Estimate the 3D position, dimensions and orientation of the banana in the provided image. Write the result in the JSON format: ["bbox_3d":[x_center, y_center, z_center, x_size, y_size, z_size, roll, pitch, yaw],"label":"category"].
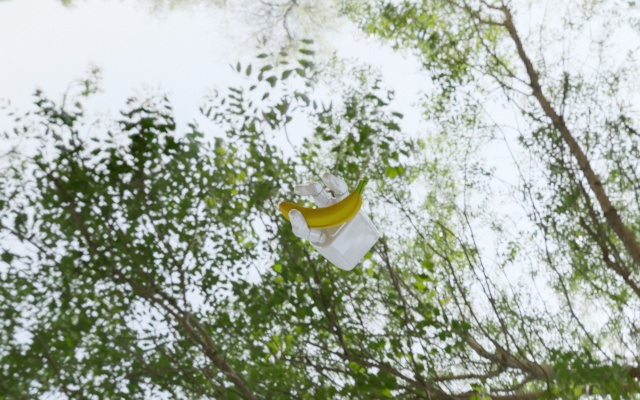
[{"bbox_3d":[0.001,0.019,0.871,0.198,0.069,0.037,-14,-32,33],"label":"banana"}]
